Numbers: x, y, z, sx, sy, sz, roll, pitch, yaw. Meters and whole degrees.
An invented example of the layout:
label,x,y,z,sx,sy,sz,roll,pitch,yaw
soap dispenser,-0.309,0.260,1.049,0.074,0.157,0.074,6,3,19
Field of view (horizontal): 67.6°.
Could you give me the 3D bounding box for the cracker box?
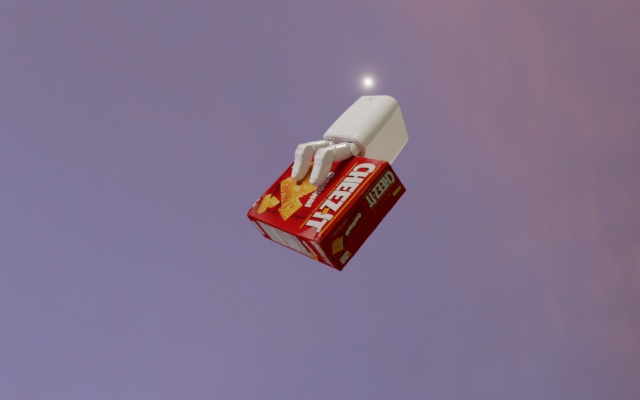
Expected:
label,x,y,z,sx,sy,sz,roll,pitch,yaw
cracker box,0.000,0.003,0.753,0.213,0.164,0.072,15,-31,53
